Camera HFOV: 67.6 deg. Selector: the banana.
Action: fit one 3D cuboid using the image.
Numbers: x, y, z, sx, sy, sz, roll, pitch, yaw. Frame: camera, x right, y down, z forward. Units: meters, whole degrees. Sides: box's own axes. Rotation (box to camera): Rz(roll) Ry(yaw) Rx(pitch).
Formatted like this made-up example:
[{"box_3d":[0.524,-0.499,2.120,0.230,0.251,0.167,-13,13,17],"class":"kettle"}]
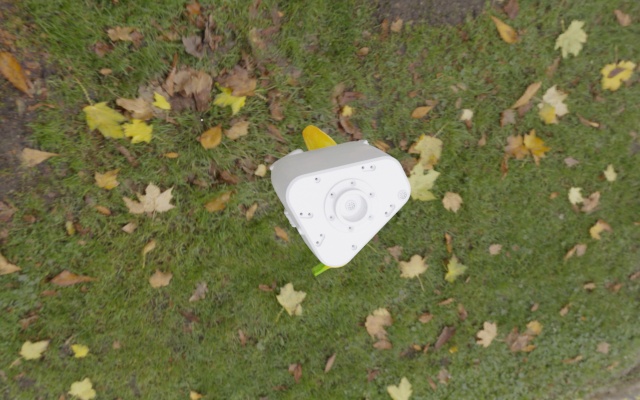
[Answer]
[{"box_3d":[0.019,0.003,0.596,0.069,0.198,0.037,-5,16,-7],"class":"banana"}]
